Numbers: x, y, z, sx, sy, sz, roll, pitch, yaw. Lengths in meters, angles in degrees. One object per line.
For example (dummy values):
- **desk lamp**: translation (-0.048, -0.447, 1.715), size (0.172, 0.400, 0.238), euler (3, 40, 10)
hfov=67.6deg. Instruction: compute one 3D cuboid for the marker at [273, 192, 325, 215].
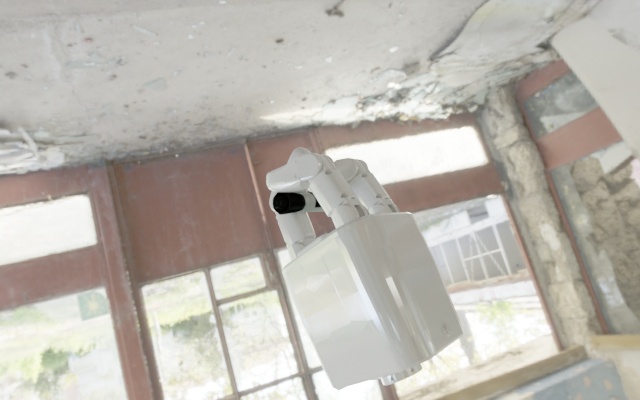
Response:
- **marker**: translation (0.000, 0.001, 0.430), size (0.020, 0.020, 0.121), euler (0, 0, 35)
